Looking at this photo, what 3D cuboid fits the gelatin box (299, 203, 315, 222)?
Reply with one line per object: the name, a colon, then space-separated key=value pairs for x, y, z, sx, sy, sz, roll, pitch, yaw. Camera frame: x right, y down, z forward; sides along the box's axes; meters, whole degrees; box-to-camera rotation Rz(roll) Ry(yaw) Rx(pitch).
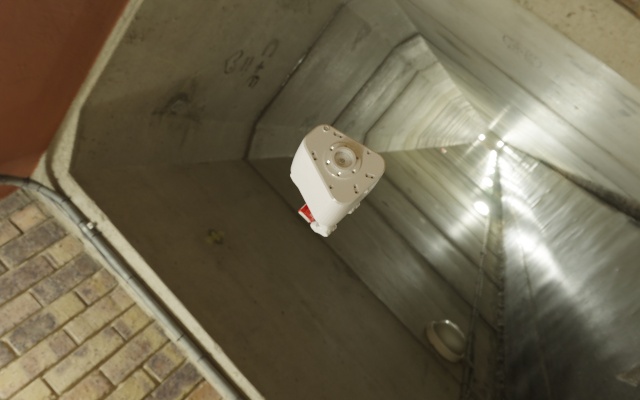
gelatin box: x=0.000 y=0.002 z=0.793 sx=0.073 sy=0.030 sz=0.089 roll=-44 pitch=1 yaw=-5
